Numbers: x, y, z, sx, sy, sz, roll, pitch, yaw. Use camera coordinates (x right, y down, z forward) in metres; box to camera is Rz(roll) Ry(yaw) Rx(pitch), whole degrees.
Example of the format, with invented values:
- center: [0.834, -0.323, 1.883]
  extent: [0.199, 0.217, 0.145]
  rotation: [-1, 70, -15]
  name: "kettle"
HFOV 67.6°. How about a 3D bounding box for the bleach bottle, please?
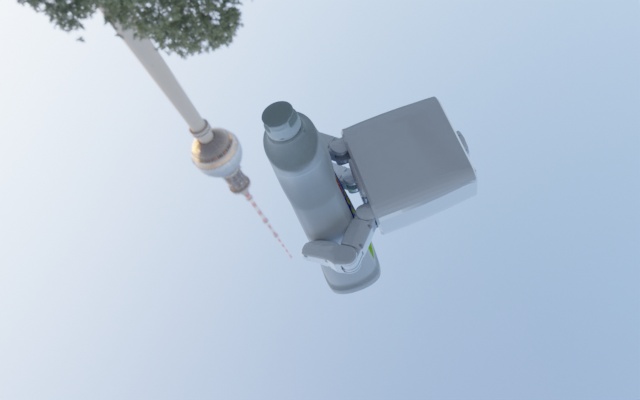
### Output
- center: [0.000, 0.002, 0.489]
  extent: [0.068, 0.102, 0.251]
  rotation: [-21, -36, 4]
  name: "bleach bottle"
